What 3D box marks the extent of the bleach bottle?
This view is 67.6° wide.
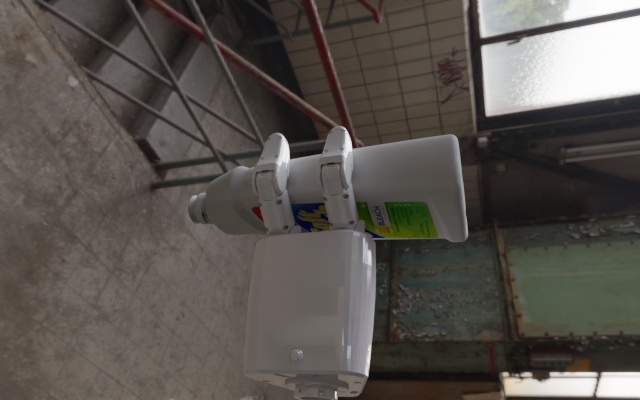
[{"bbox_3d":[0.000,0.001,0.436,0.251,0.068,0.103,-6,-32,17],"label":"bleach bottle"}]
